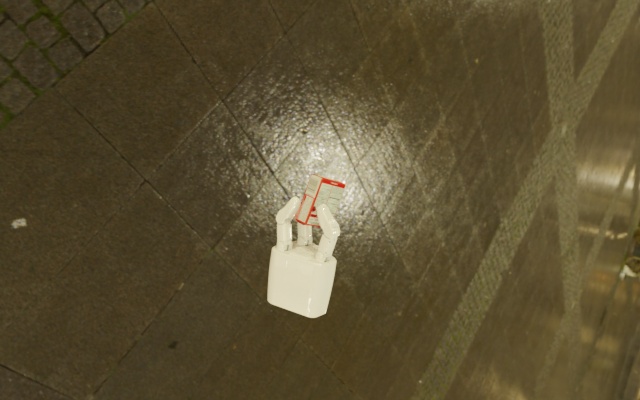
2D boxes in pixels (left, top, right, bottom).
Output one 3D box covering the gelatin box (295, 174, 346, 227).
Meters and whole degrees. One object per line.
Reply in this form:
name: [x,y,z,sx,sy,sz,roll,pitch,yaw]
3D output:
gelatin box: [0.001,0.003,0.847,0.030,0.089,0.073,25,8,37]
